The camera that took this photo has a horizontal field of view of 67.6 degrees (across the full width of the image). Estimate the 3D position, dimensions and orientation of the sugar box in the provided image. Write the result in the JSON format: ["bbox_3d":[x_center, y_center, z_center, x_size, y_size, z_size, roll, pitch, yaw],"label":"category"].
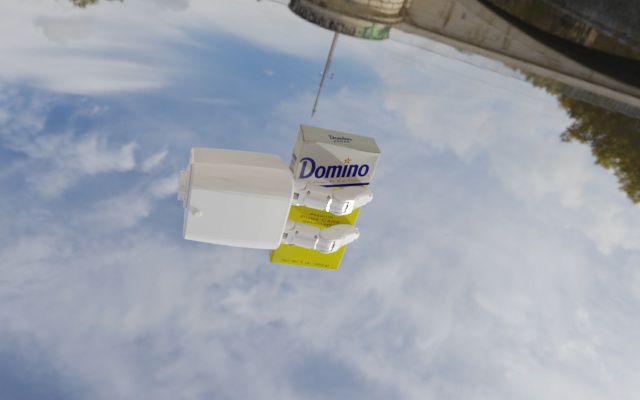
[{"bbox_3d":[0.000,0.002,0.579,0.093,0.176,0.048,8,34,-15],"label":"sugar box"}]
